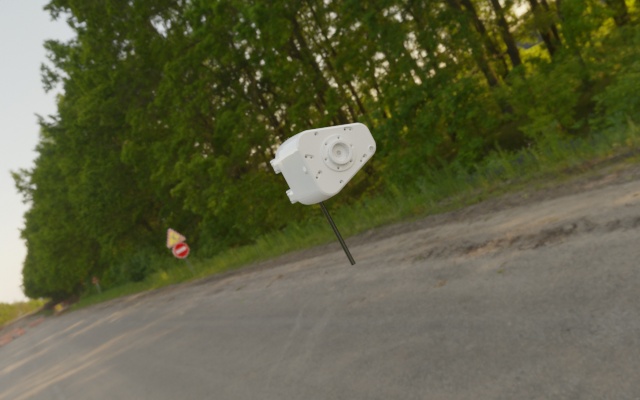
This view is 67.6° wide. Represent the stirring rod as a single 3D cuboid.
[{"bbox_3d":[0.000,0.003,0.802,0.011,0.239,0.011,-28,4,2],"label":"stirring rod"}]
